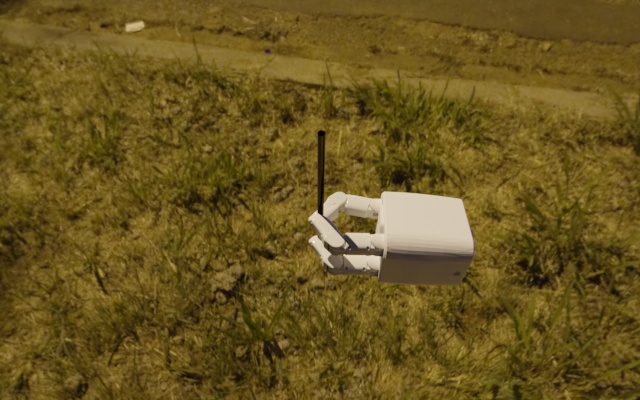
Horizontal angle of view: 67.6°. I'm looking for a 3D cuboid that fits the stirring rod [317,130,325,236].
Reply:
[{"bbox_3d":[0.000,0.002,0.573,0.011,0.011,0.240,0,-35,-1],"label":"stirring rod"}]
